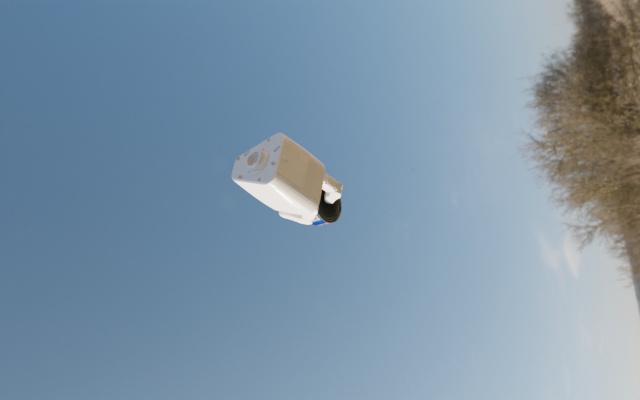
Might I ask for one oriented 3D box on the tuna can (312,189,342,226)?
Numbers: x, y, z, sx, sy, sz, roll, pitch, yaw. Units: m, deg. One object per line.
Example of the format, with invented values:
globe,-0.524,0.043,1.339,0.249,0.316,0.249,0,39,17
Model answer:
tuna can,0.000,0.003,0.884,0.034,0.086,0.086,-16,-10,37
